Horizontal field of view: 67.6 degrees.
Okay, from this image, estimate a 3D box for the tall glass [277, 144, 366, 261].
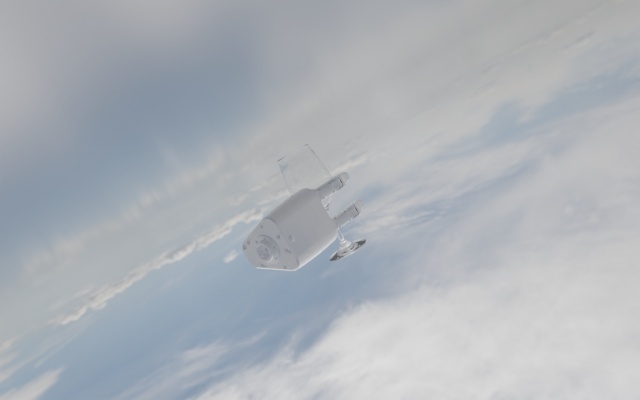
[{"bbox_3d":[0.001,0.003,0.839,0.079,0.201,0.079,-29,6,4],"label":"tall glass"}]
